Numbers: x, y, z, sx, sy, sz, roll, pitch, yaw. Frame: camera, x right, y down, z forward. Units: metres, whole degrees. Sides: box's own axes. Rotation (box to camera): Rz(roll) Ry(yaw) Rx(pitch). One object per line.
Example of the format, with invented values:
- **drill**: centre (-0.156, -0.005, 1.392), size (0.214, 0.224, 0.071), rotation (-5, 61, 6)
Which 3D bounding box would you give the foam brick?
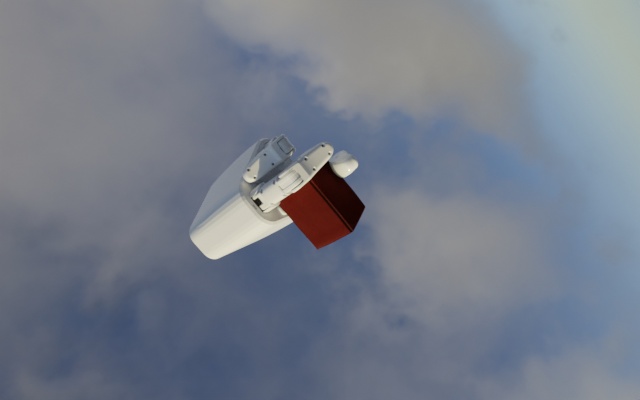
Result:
- **foam brick**: centre (0.000, 0.002, 0.506), size (0.051, 0.078, 0.053), rotation (-34, 11, 34)
